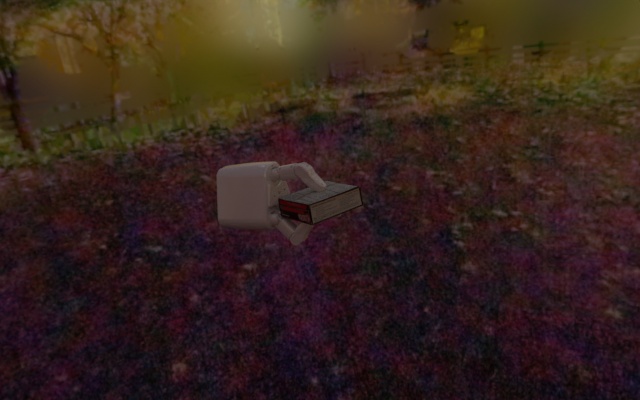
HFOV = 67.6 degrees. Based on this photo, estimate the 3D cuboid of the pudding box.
[{"bbox_3d":[0.000,0.002,0.794,0.113,0.039,0.090,-22,21,-33],"label":"pudding box"}]
